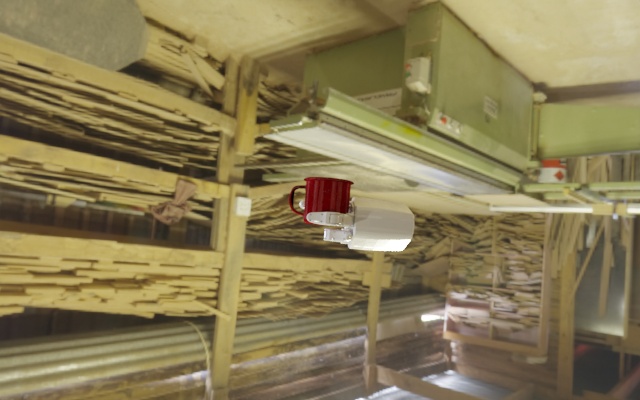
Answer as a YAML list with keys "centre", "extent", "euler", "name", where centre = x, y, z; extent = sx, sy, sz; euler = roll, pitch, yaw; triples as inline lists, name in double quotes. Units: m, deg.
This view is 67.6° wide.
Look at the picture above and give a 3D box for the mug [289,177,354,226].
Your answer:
- centre: [-0.001, 0.003, 0.875]
  extent: [0.117, 0.081, 0.093]
  euler: [5, -5, 0]
  name: "mug"
